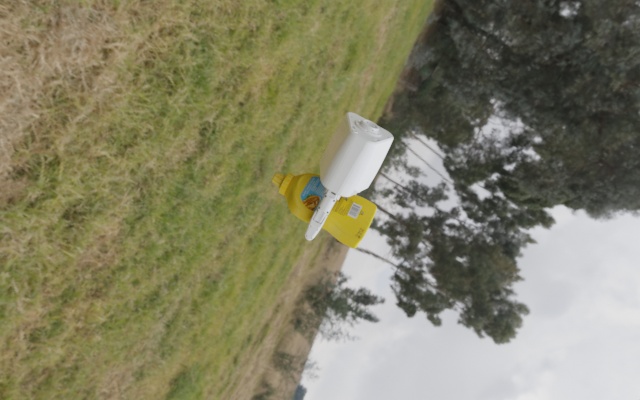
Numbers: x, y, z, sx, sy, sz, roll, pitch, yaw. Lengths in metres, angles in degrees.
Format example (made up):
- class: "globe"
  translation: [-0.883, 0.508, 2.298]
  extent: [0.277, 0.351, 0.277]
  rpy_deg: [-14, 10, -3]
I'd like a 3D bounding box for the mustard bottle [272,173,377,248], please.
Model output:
- class: "mustard bottle"
  translation: [0.000, 0.003, 0.856]
  extent: [0.191, 0.096, 0.058]
  rpy_deg: [29, -39, 2]
